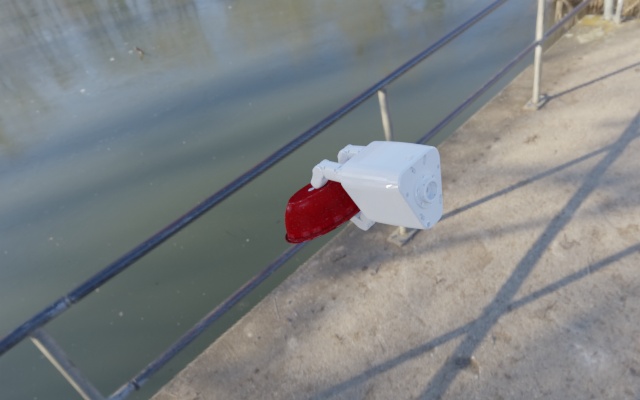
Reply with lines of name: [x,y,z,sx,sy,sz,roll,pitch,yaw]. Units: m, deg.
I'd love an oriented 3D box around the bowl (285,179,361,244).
bowl: [-0.001,0.002,0.780,0.162,0.055,0.162,-28,14,8]
